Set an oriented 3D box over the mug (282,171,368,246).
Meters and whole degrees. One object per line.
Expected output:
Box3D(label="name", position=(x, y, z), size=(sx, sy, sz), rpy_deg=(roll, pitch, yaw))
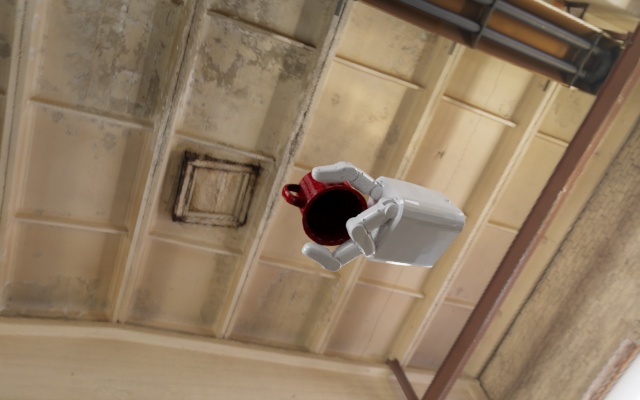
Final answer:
Box3D(label="mug", position=(-0.001, 0.002, 0.675), size=(0.117, 0.093, 0.081), rpy_deg=(13, 22, -21))
